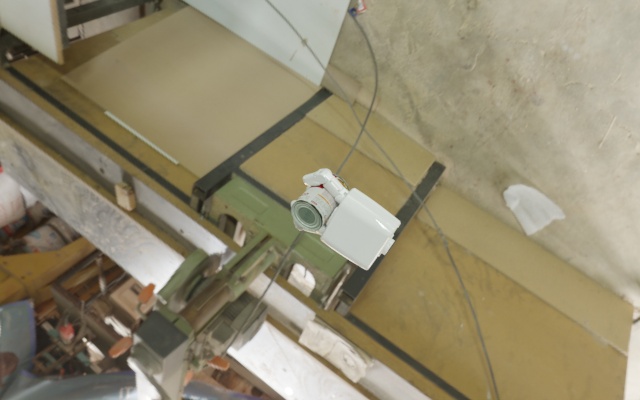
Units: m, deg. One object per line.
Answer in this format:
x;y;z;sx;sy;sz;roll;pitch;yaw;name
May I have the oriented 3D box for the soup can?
0.000;0.003;0.885;0.068;0.068;0.102;0;32;38;soup can
